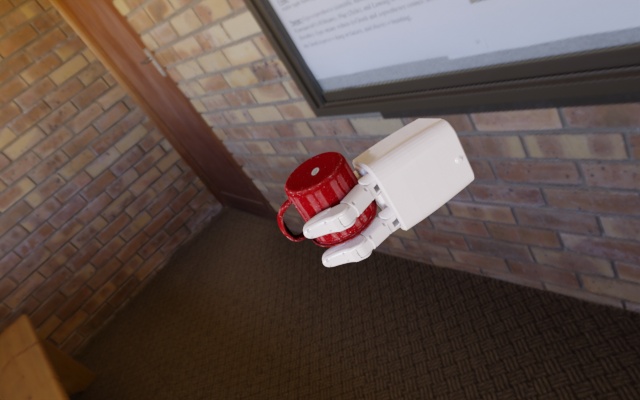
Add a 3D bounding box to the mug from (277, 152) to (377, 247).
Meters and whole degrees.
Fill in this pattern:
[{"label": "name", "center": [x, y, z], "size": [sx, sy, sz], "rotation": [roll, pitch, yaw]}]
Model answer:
[{"label": "mug", "center": [-0.001, 0.003, 0.578], "size": [0.117, 0.081, 0.093], "rotation": [-34, 28, -2]}]
